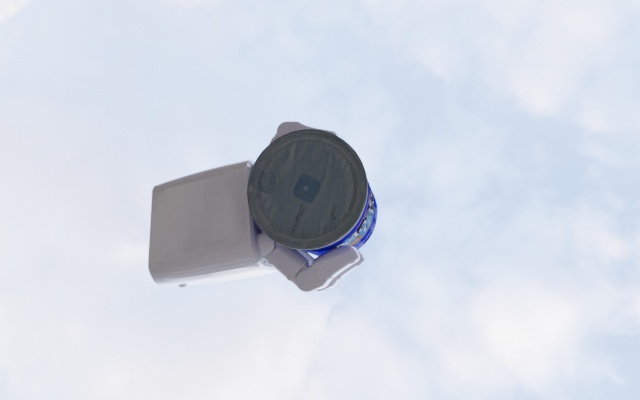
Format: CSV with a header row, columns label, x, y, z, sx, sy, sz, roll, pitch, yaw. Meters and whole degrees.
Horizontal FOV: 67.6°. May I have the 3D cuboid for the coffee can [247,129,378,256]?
label,x,y,z,sx,sy,sz,roll,pitch,yaw
coffee can,0.000,0.001,0.463,0.103,0.103,0.140,0,-10,10
